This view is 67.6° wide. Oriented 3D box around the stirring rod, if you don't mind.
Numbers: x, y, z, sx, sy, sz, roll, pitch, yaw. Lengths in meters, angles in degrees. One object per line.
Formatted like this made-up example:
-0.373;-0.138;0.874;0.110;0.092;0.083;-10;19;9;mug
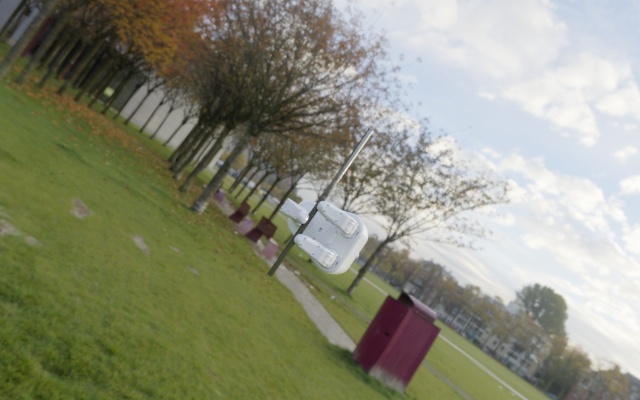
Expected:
0.000;0.002;0.648;0.011;0.239;0.011;35;-3;2;stirring rod
